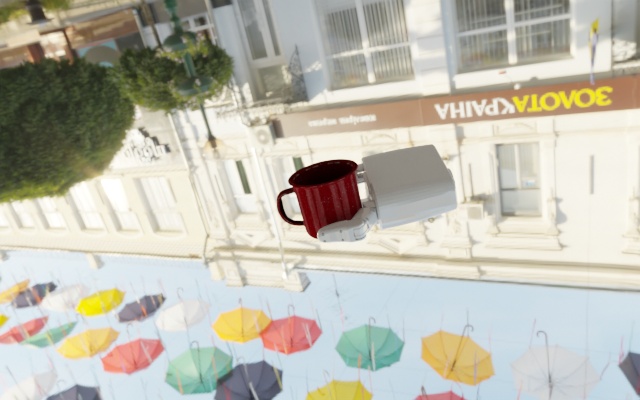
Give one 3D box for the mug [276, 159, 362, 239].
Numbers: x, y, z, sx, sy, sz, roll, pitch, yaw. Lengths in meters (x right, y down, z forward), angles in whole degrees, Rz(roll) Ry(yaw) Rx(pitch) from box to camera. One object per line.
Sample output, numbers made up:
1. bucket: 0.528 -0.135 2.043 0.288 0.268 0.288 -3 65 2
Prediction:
1. mug: -0.001 0.003 0.633 0.117 0.081 0.093 -13 22 3
